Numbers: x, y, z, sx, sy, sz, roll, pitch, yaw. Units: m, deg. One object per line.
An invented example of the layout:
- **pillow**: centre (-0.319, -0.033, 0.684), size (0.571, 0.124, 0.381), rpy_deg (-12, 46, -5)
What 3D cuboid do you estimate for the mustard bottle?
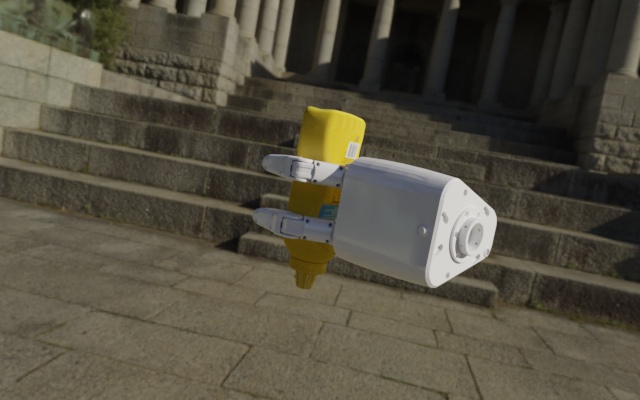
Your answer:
- **mustard bottle**: centre (0.000, 0.001, 0.514), size (0.058, 0.191, 0.096), rpy_deg (13, 6, 21)
